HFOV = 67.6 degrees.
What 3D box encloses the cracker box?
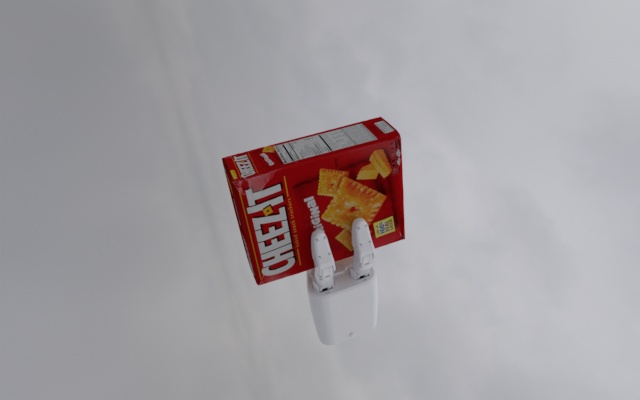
[{"bbox_3d":[0.000,0.002,0.614,0.213,0.164,0.072,-17,35,-13],"label":"cracker box"}]
